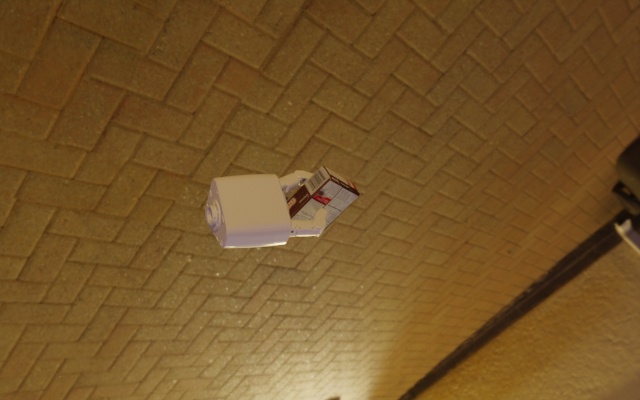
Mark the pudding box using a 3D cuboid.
[{"bbox_3d":[0.000,0.003,0.839,0.113,0.039,0.090,-44,-40,18],"label":"pudding box"}]
